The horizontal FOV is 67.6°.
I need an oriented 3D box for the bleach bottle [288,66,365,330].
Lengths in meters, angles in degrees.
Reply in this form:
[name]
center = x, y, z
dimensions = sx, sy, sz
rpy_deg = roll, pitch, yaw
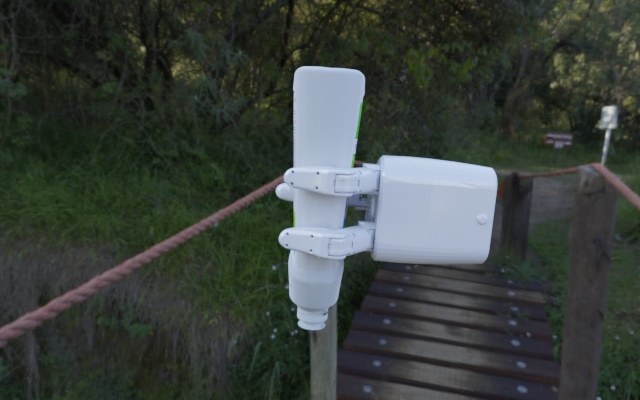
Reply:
[bleach bottle]
center = 0.000, 0.002, 0.474
dimensions = 0.068, 0.251, 0.102
rpy_deg = 4, 9, 1
